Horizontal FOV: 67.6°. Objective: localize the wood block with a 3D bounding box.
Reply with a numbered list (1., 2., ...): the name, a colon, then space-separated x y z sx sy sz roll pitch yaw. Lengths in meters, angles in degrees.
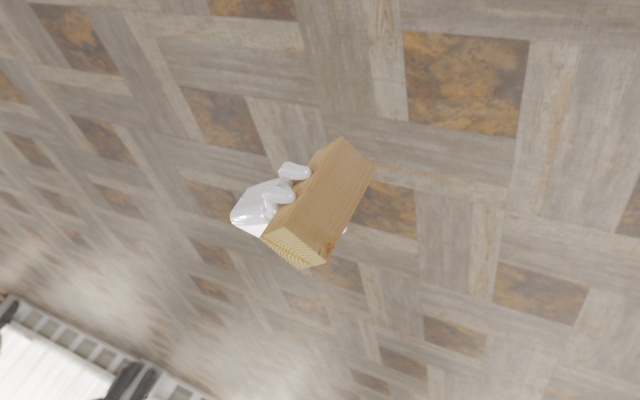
1. wood block: 0.000 0.003 0.802 0.091 0.206 0.090 42 -34 -17
